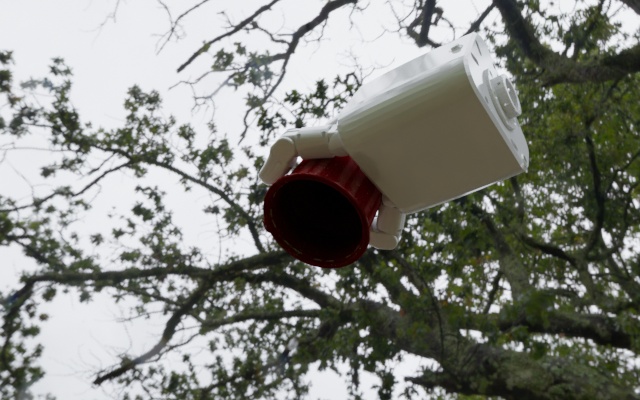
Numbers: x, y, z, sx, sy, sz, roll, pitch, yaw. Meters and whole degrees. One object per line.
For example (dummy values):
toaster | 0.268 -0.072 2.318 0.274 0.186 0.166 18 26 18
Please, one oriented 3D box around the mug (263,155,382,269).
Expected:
mug | -0.001 0.002 0.424 0.117 0.093 0.081 -20 22 34
